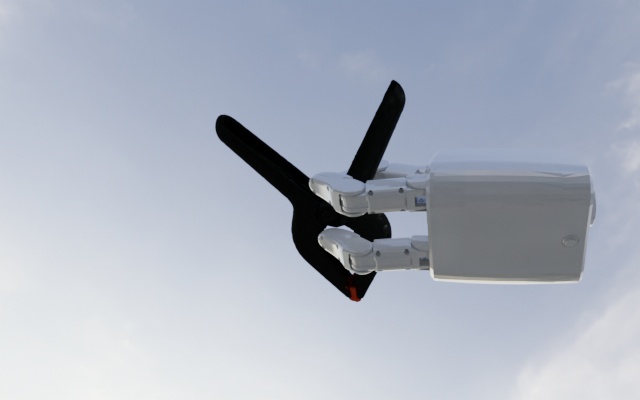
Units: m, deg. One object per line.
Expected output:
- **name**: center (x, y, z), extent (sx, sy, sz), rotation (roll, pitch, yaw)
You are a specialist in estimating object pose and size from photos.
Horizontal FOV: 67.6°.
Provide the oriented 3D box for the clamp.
- **clamp**: center (0.001, 0.001, 0.431), extent (0.164, 0.210, 0.036), rotation (0, 30, 18)
